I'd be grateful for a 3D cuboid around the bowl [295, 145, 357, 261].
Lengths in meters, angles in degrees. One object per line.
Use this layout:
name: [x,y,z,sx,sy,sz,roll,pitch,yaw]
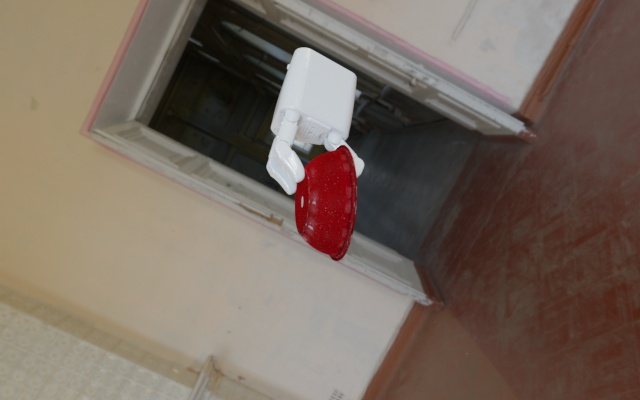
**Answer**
bowl: [0.000,0.003,0.656,0.055,0.162,0.162,3,-1,-14]
